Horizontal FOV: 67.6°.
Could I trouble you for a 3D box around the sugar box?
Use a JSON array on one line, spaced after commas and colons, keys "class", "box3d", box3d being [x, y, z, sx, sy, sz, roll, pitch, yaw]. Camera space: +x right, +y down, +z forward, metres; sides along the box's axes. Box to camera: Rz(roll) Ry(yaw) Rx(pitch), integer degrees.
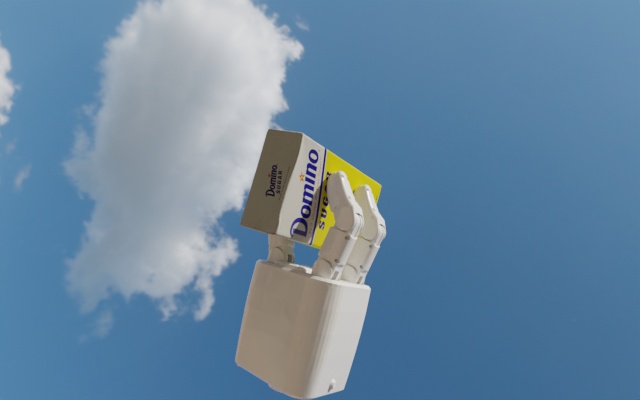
[{"class": "sugar box", "box3d": [0.001, 0.002, 0.483, 0.048, 0.093, 0.176, 12, -6, 30]}]
